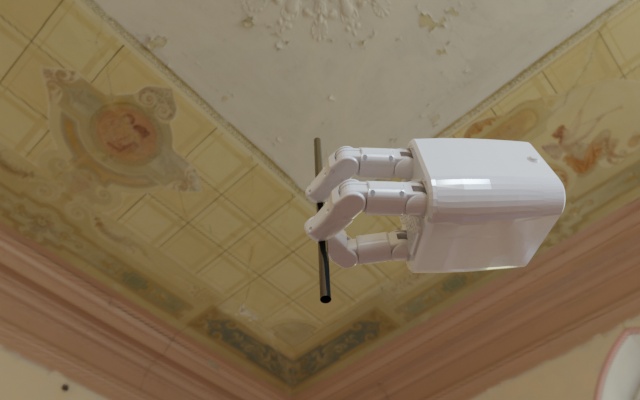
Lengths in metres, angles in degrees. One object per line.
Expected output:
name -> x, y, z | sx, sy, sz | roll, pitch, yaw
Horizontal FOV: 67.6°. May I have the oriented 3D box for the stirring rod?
stirring rod -> 0.000, 0.002, 0.435 | 0.011, 0.011, 0.239 | 0, 35, -2
